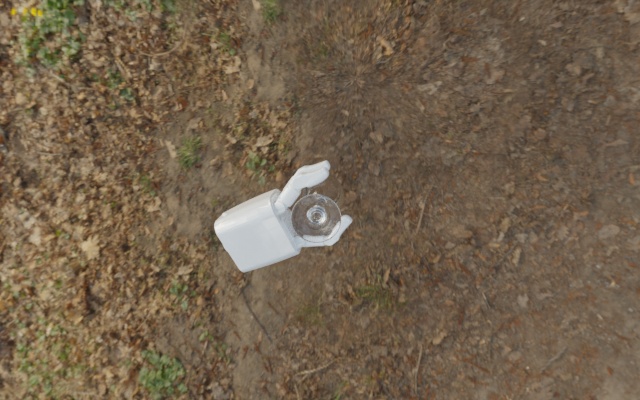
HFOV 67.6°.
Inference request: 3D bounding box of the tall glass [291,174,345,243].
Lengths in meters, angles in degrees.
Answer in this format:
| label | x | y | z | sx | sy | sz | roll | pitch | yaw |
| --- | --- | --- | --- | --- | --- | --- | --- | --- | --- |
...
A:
| label | x | y | z | sx | sy | sz | roll | pitch | yaw |
| --- | --- | --- | --- | --- | --- | --- | --- | --- | --- |
| tall glass | 0.000 | 0.003 | 0.793 | 0.079 | 0.079 | 0.201 | 0 | 14 | 4 |
